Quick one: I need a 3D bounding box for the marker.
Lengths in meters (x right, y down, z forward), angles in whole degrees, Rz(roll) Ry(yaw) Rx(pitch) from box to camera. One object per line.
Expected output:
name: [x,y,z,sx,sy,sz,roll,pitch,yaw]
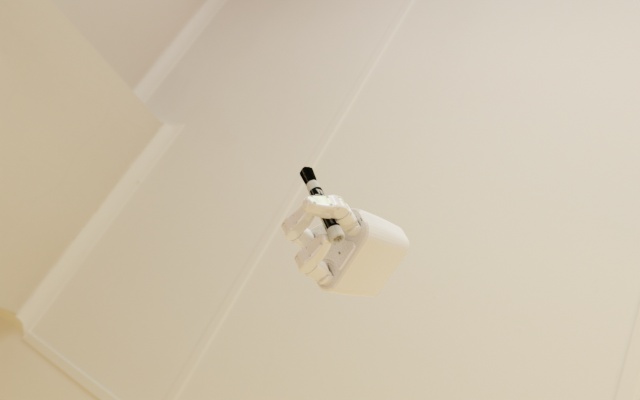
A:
marker: [0.000,0.002,0.602,0.020,0.121,0.020,-16,-37,-13]
